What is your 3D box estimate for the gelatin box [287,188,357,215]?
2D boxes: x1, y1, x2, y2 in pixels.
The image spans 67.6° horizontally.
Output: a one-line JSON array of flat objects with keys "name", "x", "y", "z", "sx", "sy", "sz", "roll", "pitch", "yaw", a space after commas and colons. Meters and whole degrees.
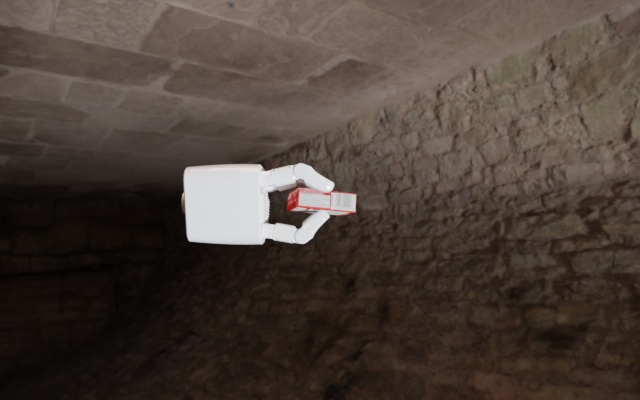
[{"name": "gelatin box", "x": 0.000, "y": 0.003, "z": 0.702, "sx": 0.089, "sy": 0.030, "sz": 0.073, "roll": 6, "pitch": -7, "yaw": -13}]
